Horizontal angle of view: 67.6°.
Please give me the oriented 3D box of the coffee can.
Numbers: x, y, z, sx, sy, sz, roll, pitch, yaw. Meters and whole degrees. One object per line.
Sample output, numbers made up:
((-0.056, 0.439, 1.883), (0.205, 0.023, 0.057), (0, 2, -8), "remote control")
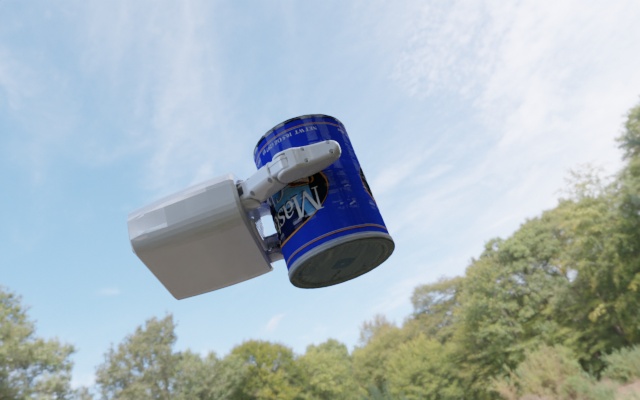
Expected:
((0.000, 0.002, 0.470), (0.103, 0.140, 0.103), (-15, -28, -8), "coffee can")
